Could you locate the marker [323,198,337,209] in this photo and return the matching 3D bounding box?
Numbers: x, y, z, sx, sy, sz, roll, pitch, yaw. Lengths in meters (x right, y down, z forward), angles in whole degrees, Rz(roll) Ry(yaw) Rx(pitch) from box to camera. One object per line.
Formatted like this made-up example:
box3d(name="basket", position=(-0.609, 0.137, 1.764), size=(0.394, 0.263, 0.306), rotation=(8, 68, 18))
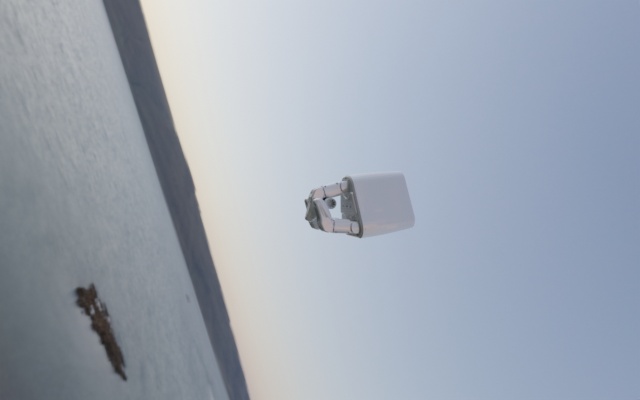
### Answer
box3d(name="marker", position=(0.000, 0.003, 0.858), size=(0.020, 0.020, 0.121), rotation=(0, 2, -18))
